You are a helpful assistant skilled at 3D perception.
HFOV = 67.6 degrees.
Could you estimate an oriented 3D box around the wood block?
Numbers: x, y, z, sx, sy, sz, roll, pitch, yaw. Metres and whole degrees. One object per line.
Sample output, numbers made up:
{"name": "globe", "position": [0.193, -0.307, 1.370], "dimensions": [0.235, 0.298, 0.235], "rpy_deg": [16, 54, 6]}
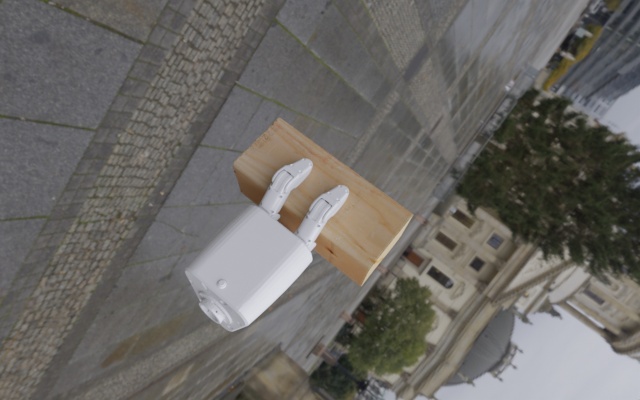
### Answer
{"name": "wood block", "position": [0.000, 0.002, 0.603], "dimensions": [0.206, 0.090, 0.091], "rpy_deg": [37, -19, 13]}
